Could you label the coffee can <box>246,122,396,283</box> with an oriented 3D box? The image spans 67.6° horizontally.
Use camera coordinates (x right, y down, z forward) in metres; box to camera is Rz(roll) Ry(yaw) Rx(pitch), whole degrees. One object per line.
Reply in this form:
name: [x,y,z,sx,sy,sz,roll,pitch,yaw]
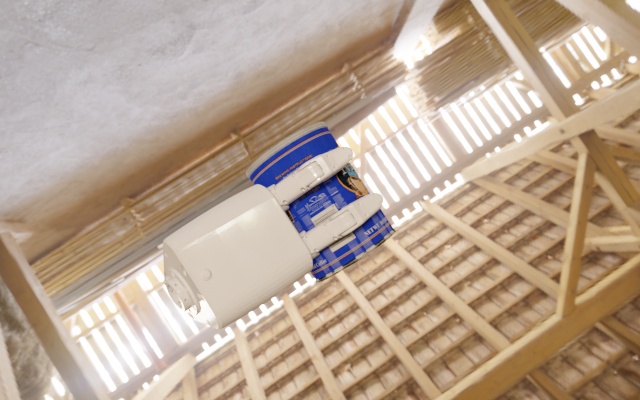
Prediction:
coffee can: [0.000,0.002,0.516,0.103,0.140,0.103,-33,-2,-2]
